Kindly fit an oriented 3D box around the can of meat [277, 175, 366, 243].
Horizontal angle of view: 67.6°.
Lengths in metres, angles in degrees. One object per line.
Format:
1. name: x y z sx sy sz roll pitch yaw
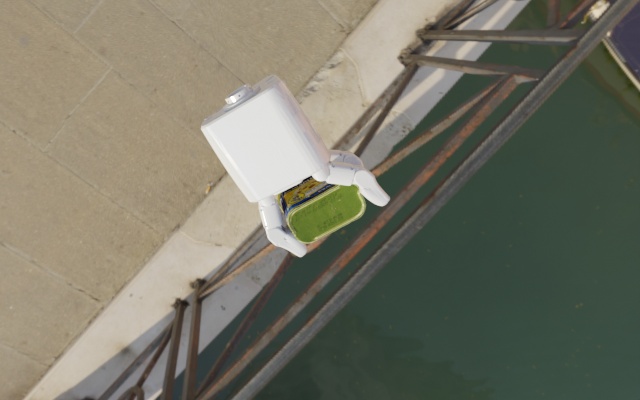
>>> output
1. can of meat: 0.000 0.002 0.606 0.102 0.057 0.084 -29 22 -1
